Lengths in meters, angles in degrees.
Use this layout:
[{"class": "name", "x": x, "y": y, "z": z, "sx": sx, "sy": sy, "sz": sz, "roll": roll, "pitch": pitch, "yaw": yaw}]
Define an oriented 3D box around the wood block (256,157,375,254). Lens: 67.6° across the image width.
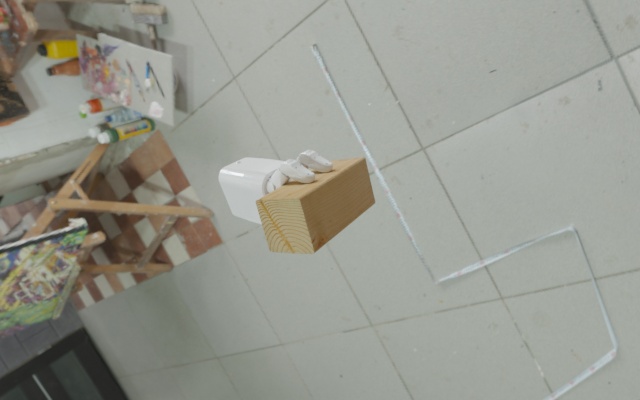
[{"class": "wood block", "x": 0.000, "y": 0.003, "z": 0.794, "sx": 0.090, "sy": 0.091, "sz": 0.206, "roll": -2, "pitch": 20, "yaw": 35}]
